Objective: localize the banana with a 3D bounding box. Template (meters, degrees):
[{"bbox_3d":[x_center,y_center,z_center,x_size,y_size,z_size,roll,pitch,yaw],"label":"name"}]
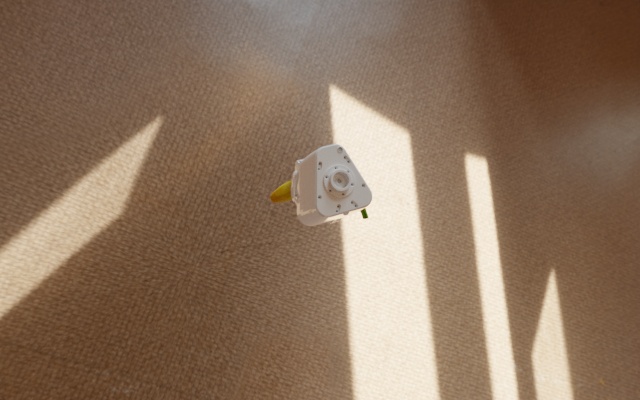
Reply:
[{"bbox_3d":[0.006,-0.015,0.900,0.198,0.069,0.037,11,-10,-14],"label":"banana"}]
